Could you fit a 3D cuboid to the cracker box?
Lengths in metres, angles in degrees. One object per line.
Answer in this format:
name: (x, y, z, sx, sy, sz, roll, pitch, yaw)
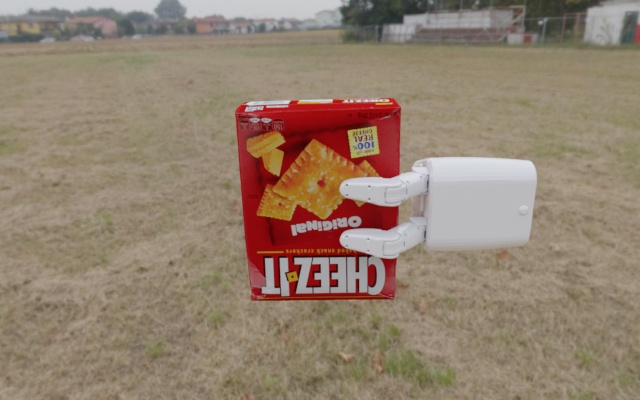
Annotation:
cracker box: (0.000, 0.001, 0.516, 0.164, 0.214, 0.072, -1, 19, 2)
